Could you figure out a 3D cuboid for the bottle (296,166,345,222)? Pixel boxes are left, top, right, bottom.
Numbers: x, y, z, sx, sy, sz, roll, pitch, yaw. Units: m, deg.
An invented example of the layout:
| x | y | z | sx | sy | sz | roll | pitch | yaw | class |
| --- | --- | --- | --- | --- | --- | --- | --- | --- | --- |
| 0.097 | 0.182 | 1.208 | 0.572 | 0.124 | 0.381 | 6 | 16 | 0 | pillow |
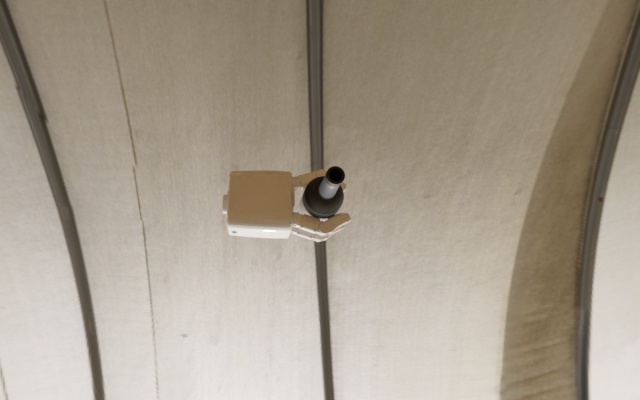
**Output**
| x | y | z | sx | sy | sz | roll | pitch | yaw | class |
| --- | --- | --- | --- | --- | --- | --- | --- | --- | --- |
| 0.000 | 0.003 | 0.820 | 0.069 | 0.069 | 0.296 | 0 | -15 | -9 | bottle |
